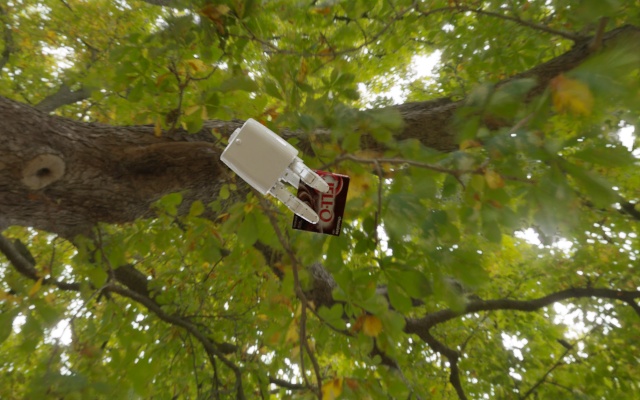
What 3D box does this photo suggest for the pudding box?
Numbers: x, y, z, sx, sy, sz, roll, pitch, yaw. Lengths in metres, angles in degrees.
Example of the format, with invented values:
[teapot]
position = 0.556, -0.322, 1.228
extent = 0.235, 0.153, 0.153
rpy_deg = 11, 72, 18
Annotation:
[pudding box]
position = 0.000, 0.003, 0.874
extent = 0.090, 0.113, 0.039
rpy_deg = 9, 8, -3
